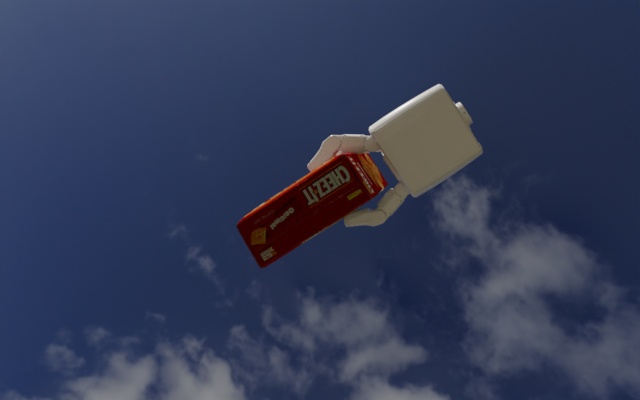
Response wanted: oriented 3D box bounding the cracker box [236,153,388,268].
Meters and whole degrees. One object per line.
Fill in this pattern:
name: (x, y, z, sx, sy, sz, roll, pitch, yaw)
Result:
cracker box: (0.000, 0.002, 0.658, 0.164, 0.072, 0.213, -34, -3, 14)
